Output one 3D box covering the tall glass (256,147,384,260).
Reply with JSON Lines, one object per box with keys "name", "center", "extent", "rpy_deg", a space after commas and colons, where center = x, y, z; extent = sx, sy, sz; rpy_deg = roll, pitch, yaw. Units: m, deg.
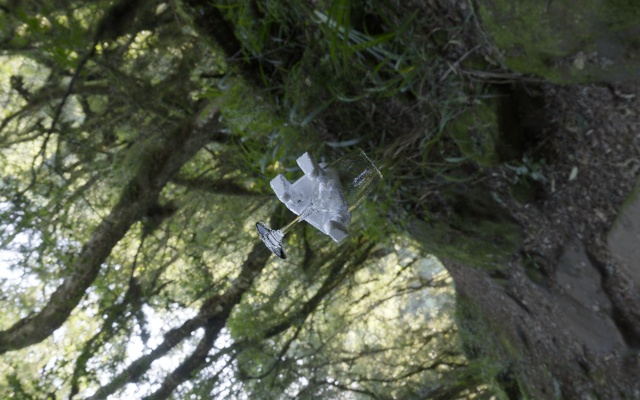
{"name": "tall glass", "center": [0.000, 0.003, 0.739], "extent": [0.201, 0.079, 0.079], "rpy_deg": [-38, -6, 8]}
